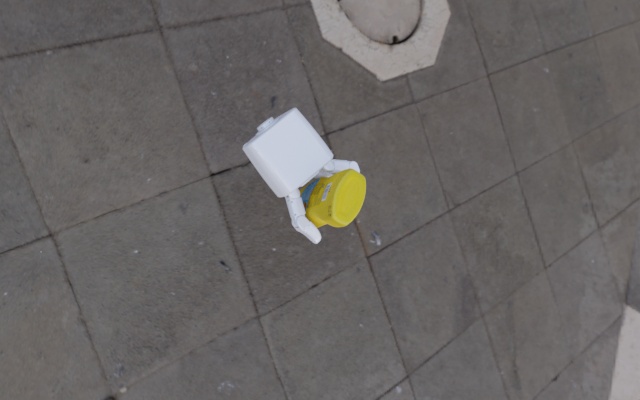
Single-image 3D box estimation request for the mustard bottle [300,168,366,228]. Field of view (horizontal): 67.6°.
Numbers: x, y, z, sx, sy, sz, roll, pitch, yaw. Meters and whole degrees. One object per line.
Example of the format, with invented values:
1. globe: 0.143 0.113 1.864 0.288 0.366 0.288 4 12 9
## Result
1. mustard bottle: 0.001 0.003 0.847 0.058 0.096 0.191 29 -19 -25
